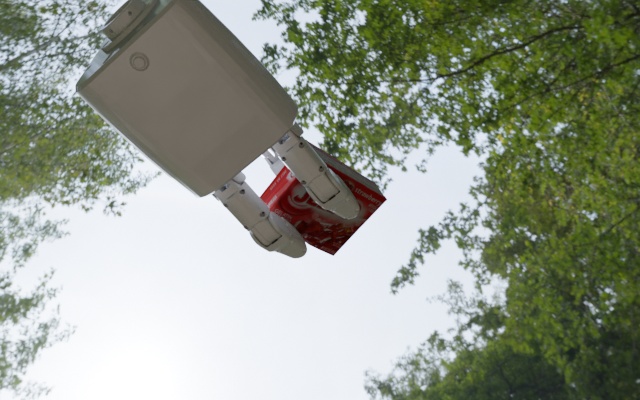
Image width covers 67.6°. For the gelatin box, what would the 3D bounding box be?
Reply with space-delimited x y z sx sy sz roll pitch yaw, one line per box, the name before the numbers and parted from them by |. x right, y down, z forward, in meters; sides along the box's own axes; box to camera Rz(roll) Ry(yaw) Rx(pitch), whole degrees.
gelatin box | 0.000 0.001 0.404 0.089 0.073 0.030 28 22 -36
